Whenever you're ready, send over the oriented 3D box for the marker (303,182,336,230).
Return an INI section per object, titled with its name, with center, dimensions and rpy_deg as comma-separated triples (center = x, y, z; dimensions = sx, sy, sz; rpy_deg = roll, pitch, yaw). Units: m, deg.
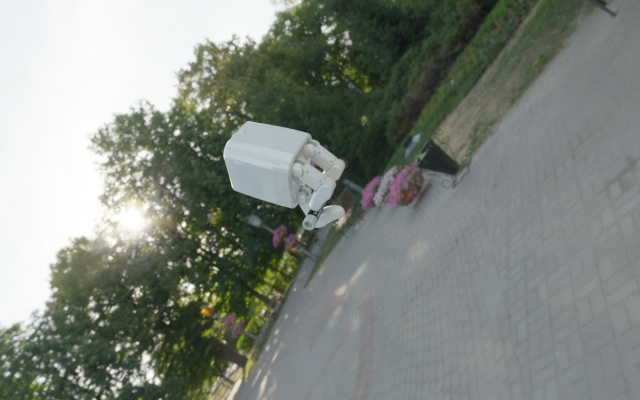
[marker]
center = 0.000, 0.002, 0.750
dimensions = 0.020, 0.020, 0.121
rpy_deg = 0, 35, 22
